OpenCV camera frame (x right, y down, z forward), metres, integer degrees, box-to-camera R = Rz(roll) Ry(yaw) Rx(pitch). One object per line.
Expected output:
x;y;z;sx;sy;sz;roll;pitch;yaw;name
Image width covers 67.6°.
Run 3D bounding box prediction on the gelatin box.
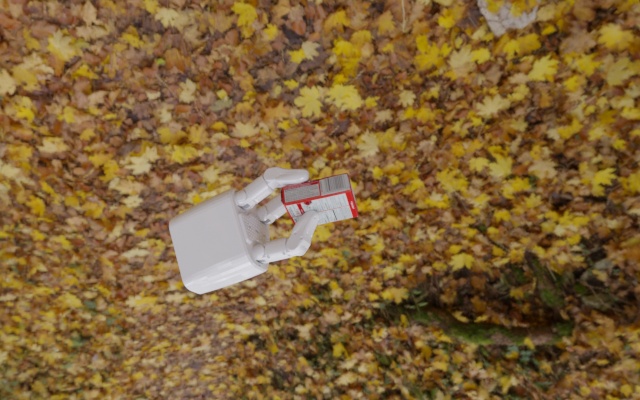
0.000;0.002;0.619;0.089;0.030;0.073;-12;-30;6;gelatin box
